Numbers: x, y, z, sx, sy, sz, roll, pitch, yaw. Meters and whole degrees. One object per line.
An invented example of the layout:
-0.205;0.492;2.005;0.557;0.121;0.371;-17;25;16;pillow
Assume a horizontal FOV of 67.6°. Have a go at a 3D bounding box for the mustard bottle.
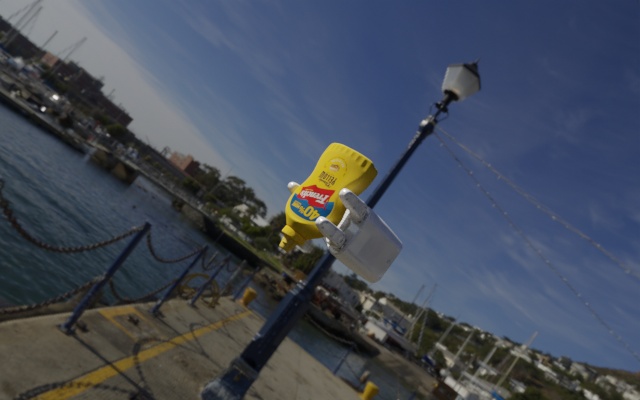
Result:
0.000;0.002;0.764;0.096;0.191;0.058;32;-10;34;mustard bottle
